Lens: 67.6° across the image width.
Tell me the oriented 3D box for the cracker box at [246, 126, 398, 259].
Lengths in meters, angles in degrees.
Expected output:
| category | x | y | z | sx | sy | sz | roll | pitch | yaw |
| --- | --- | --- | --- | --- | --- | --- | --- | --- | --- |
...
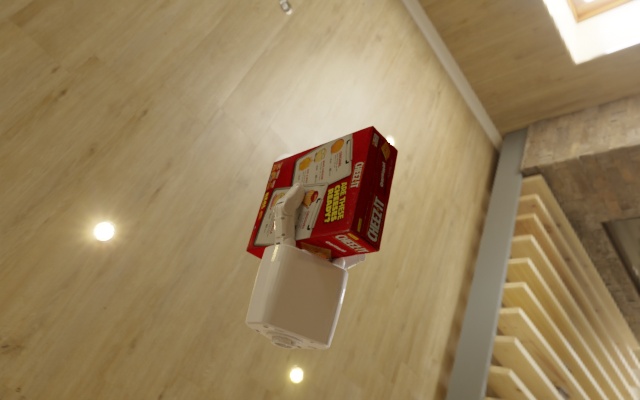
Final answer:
| category | x | y | z | sx | sy | sz | roll | pitch | yaw |
| --- | --- | --- | --- | --- | --- | --- | --- | --- | --- |
| cracker box | 0.000 | 0.002 | 0.696 | 0.214 | 0.164 | 0.072 | -14 | -39 | 43 |
